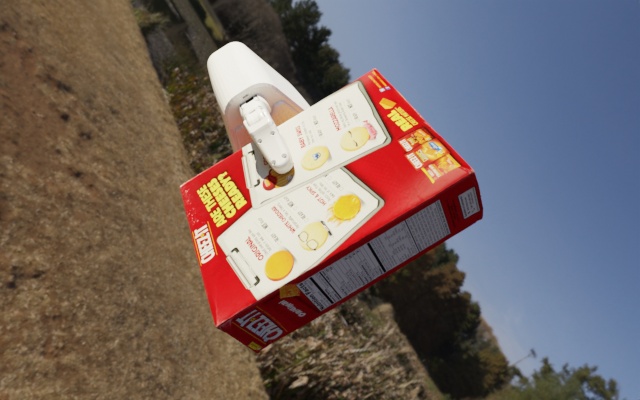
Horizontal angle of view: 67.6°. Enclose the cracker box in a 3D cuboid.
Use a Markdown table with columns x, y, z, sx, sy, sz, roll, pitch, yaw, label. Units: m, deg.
| x | y | z | sx | sy | sz | roll | pitch | yaw | label |
| --- | --- | --- | --- | --- | --- | --- | --- | --- | --- |
| 0.000 | 0.001 | 0.408 | 0.214 | 0.164 | 0.072 | -32 | -43 | 3 | cracker box |
